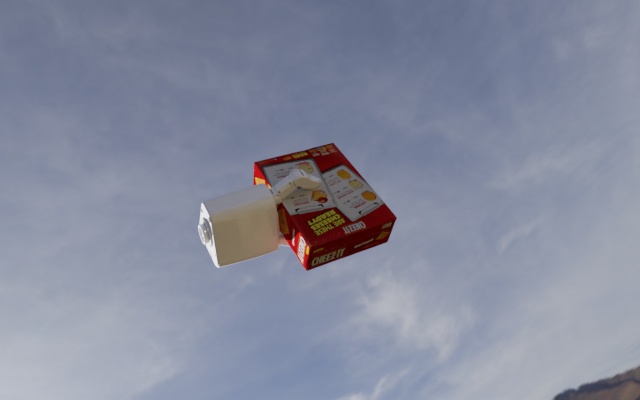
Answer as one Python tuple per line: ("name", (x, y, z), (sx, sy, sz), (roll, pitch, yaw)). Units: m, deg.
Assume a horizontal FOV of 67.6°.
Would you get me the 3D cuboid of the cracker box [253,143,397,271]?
("cracker box", (0.000, 0.002, 0.824), (0.164, 0.072, 0.213), (-17, 50, -25))
